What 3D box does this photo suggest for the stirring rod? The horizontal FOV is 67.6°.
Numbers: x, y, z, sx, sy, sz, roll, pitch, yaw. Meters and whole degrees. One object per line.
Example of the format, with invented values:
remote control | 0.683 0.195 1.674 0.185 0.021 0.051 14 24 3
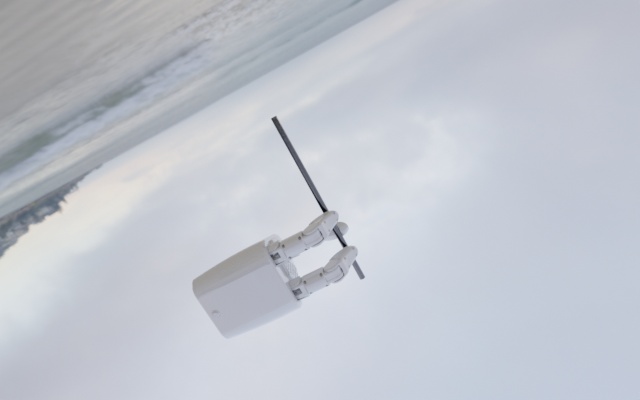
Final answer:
stirring rod | 0.000 0.002 0.602 0.011 0.239 0.011 -26 16 8
